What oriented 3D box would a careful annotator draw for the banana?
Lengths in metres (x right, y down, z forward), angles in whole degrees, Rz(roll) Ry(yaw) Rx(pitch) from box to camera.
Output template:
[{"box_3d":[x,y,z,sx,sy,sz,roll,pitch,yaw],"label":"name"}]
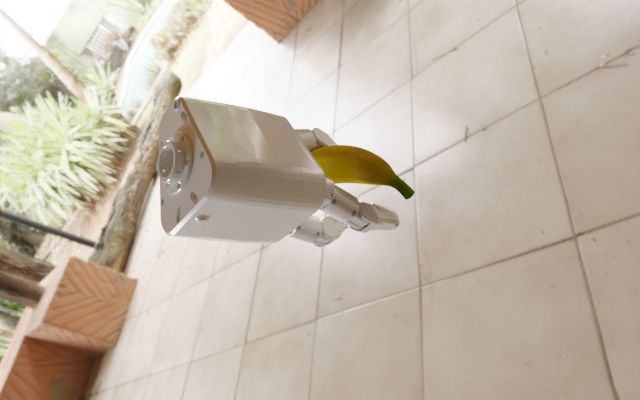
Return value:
[{"box_3d":[-0.003,-0.017,0.487,0.198,0.069,0.037,-11,10,43],"label":"banana"}]
